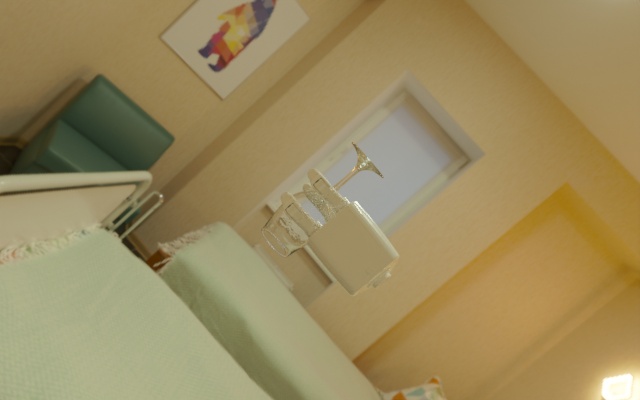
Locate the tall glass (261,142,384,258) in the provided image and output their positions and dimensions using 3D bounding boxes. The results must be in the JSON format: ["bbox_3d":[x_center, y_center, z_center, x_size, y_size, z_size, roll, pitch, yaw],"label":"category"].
[{"bbox_3d":[0.001,0.002,0.753,0.201,0.079,0.079,-41,-5,5],"label":"tall glass"}]
